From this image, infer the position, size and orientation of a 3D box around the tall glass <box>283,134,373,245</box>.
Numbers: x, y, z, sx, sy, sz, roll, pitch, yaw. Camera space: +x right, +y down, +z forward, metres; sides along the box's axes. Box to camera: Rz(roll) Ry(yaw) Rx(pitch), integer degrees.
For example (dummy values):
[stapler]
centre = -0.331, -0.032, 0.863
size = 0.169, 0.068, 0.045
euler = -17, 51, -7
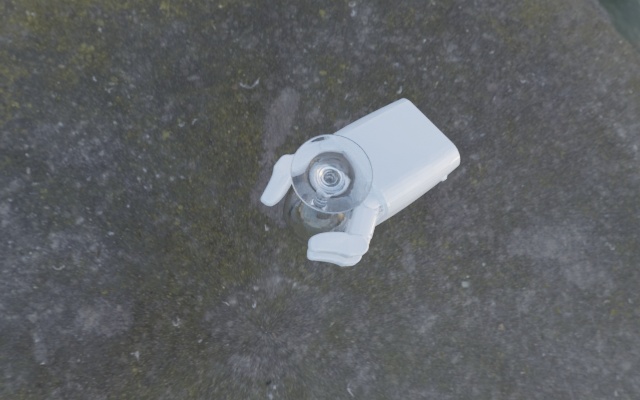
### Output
[tall glass]
centre = 0.000, 0.002, 0.516
size = 0.079, 0.079, 0.201
euler = 0, -15, -7
